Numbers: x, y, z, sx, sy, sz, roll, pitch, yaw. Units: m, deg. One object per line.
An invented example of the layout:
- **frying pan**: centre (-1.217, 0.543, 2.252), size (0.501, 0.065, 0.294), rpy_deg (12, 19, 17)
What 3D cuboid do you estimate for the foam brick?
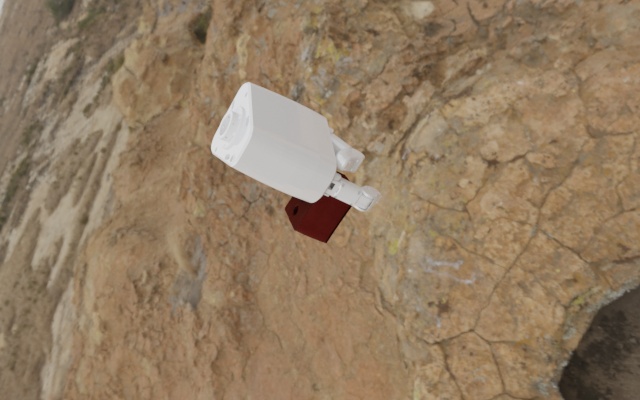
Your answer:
- **foam brick**: centre (0.000, 0.002, 0.589), size (0.051, 0.078, 0.053), rpy_deg (22, 22, -31)
